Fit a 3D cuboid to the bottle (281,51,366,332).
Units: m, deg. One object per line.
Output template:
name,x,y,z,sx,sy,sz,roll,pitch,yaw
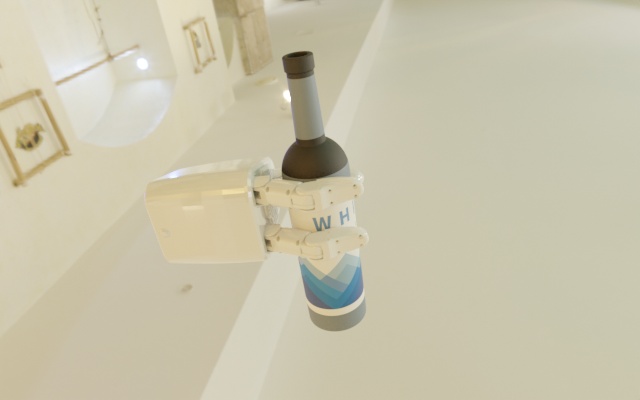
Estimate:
bottle,0.000,0.002,0.482,0.069,0.296,0.069,-7,30,4
